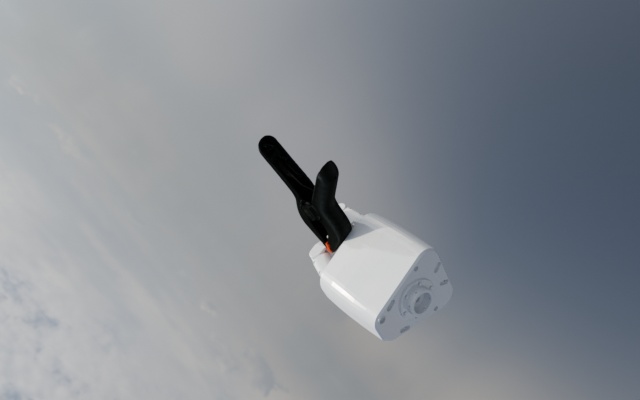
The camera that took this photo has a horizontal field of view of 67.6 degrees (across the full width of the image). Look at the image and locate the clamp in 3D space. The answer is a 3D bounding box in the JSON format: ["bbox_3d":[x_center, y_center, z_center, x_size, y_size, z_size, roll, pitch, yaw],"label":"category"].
[{"bbox_3d":[0.000,0.002,0.553,0.039,0.172,0.120,-42,36,-14],"label":"clamp"}]
